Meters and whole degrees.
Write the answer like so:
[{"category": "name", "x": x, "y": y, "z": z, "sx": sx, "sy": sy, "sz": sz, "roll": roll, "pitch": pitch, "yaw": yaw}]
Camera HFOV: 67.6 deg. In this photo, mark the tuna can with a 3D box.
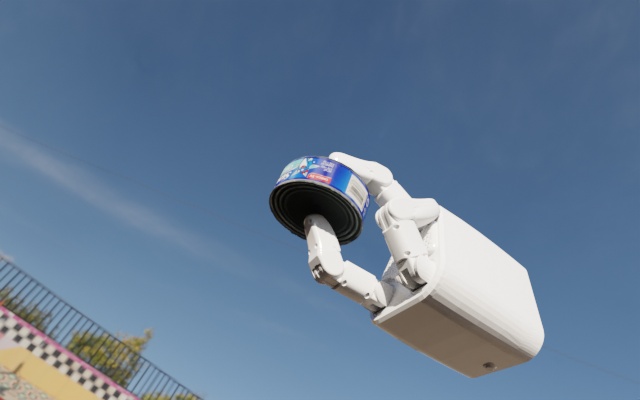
[{"category": "tuna can", "x": 0.000, "y": 0.001, "z": 0.424, "sx": 0.086, "sy": 0.033, "sz": 0.086, "roll": 14, "pitch": -38, "yaw": 11}]
